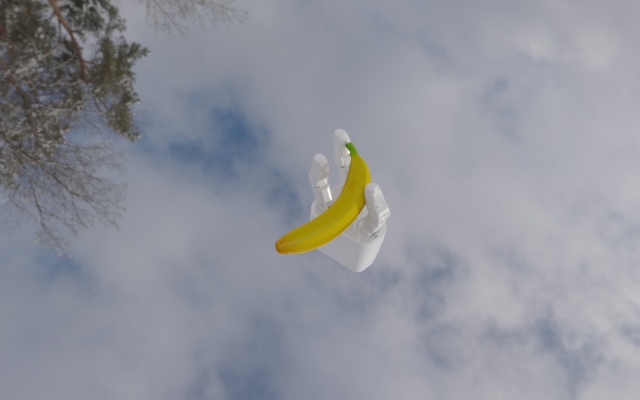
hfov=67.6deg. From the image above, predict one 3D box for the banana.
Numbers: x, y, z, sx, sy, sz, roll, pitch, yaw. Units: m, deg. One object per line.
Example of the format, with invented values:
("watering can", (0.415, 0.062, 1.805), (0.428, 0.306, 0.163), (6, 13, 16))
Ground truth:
("banana", (0.018, 0.009, 0.645), (0.069, 0.197, 0.037), (30, -29, 10))
